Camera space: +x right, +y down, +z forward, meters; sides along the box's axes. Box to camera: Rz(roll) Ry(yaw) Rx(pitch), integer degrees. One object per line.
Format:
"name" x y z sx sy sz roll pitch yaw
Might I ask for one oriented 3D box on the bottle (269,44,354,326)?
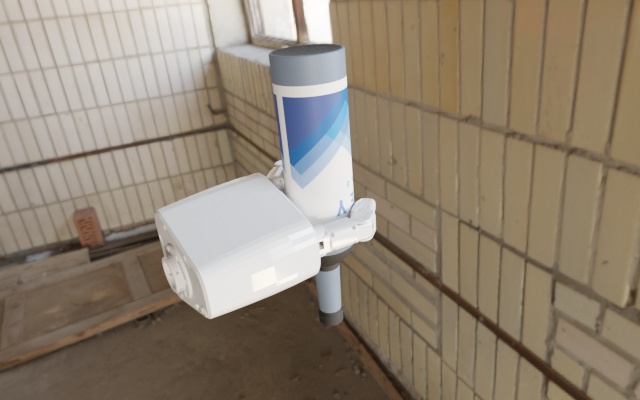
"bottle" 0.000 0.001 0.477 0.069 0.296 0.069 -4 26 2
